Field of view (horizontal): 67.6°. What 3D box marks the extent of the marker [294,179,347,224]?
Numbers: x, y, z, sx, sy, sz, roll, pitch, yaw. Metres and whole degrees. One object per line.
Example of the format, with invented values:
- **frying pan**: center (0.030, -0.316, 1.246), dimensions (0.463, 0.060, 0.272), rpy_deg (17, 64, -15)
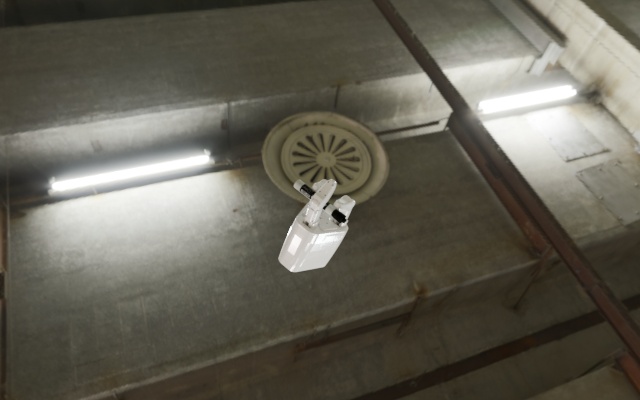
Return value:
- **marker**: center (0.000, 0.003, 0.880), dimensions (0.121, 0.020, 0.020), rpy_deg (38, 15, 19)
